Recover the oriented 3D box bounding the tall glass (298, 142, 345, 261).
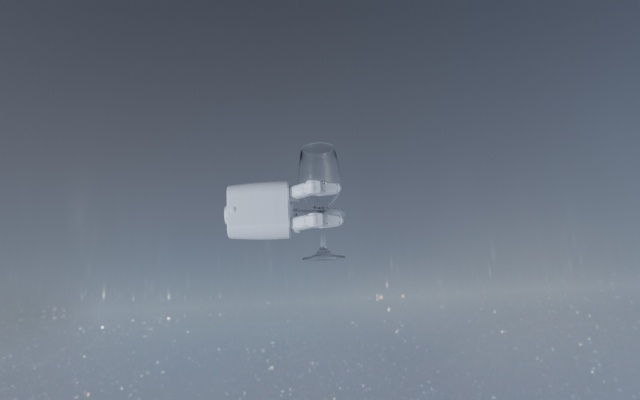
[{"bbox_3d":[0.000,0.003,0.837,0.079,0.201,0.079,-3,-12,-1],"label":"tall glass"}]
